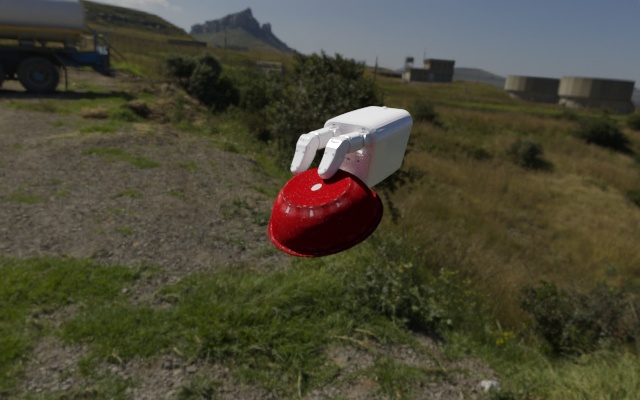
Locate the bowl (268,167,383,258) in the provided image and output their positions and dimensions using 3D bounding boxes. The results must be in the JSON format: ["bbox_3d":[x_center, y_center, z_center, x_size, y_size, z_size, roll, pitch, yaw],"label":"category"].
[{"bbox_3d":[-0.001,0.003,0.636,0.162,0.055,0.162,-11,35,8],"label":"bowl"}]
